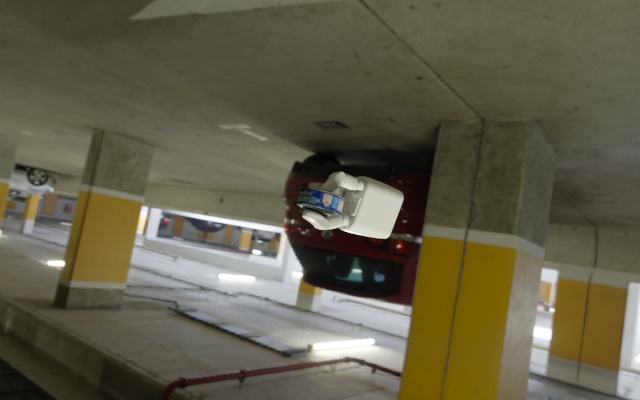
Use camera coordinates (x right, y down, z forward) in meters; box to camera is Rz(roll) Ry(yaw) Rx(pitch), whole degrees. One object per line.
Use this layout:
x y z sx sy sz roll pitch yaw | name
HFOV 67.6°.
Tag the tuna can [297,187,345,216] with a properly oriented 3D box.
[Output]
0.000 0.003 0.889 0.086 0.033 0.086 14 -8 2 | tuna can
